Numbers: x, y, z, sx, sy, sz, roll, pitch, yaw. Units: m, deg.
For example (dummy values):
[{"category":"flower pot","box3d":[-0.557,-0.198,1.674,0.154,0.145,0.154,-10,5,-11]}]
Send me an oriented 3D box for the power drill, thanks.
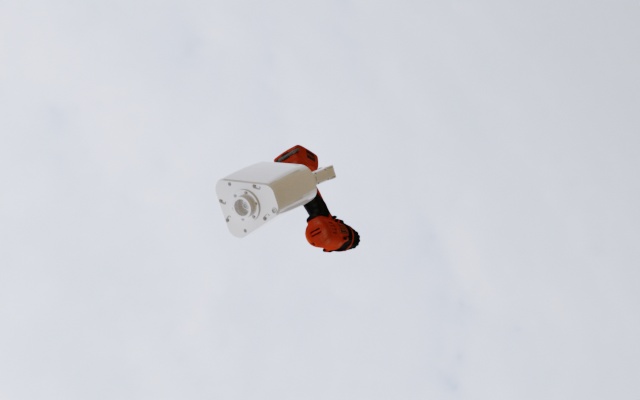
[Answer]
[{"category":"power drill","box3d":[0.000,0.002,0.834,0.057,0.187,0.184,-31,-18,14]}]
